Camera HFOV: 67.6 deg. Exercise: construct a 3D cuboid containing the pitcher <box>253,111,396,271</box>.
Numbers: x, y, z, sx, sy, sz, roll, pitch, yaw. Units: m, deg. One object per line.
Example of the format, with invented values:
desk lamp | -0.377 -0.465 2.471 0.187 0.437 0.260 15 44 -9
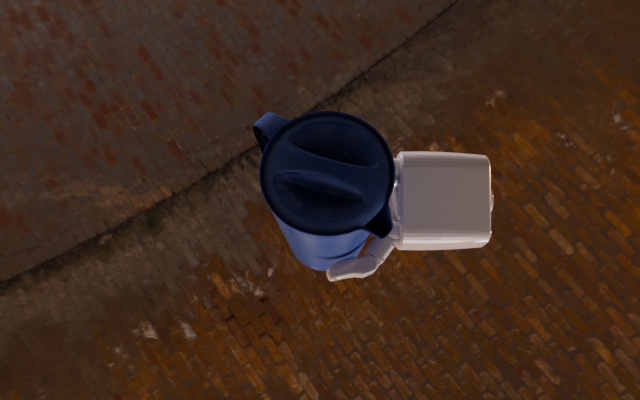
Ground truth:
pitcher | 0.000 0.002 0.573 0.145 0.149 0.243 -2 -20 -1
